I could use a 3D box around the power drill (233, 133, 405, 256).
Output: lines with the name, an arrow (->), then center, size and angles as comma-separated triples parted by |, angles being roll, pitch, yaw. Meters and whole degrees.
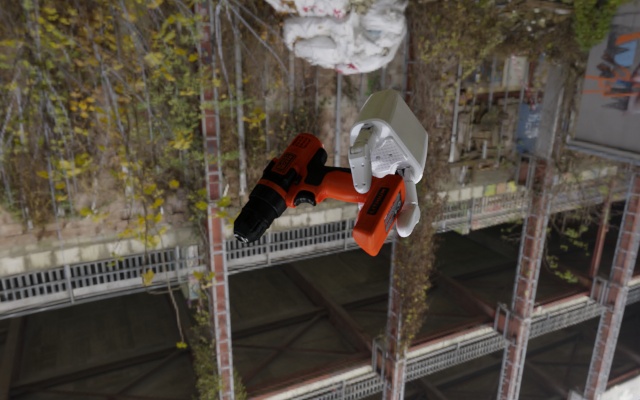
power drill -> 0.001, 0.002, 0.616 | 0.187, 0.184, 0.057 | 21, -27, 24
